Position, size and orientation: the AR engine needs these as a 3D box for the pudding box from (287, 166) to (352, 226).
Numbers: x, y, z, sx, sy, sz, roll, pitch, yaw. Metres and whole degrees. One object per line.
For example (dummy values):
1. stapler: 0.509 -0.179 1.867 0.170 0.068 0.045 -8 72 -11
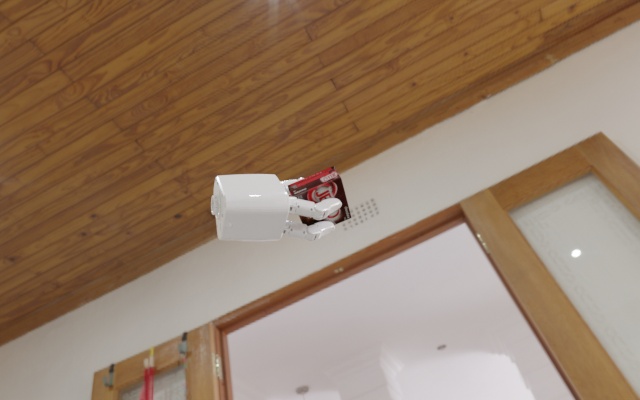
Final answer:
1. pudding box: 0.000 0.003 0.845 0.090 0.039 0.114 -23 -41 -4
